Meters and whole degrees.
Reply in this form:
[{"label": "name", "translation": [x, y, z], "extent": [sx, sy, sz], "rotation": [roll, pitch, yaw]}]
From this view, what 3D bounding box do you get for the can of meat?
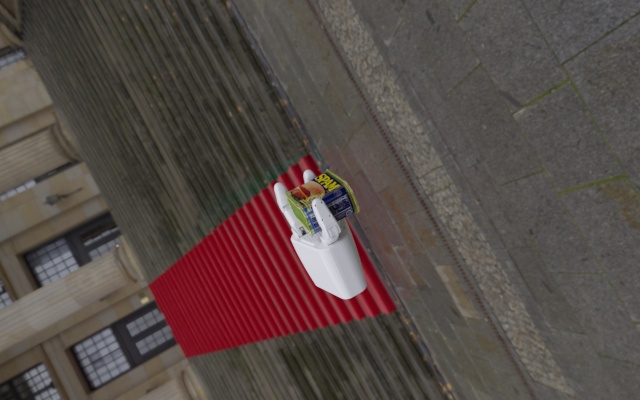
[{"label": "can of meat", "translation": [0.000, 0.003, 0.754], "extent": [0.084, 0.057, 0.102], "rotation": [-29, 27, -10]}]
